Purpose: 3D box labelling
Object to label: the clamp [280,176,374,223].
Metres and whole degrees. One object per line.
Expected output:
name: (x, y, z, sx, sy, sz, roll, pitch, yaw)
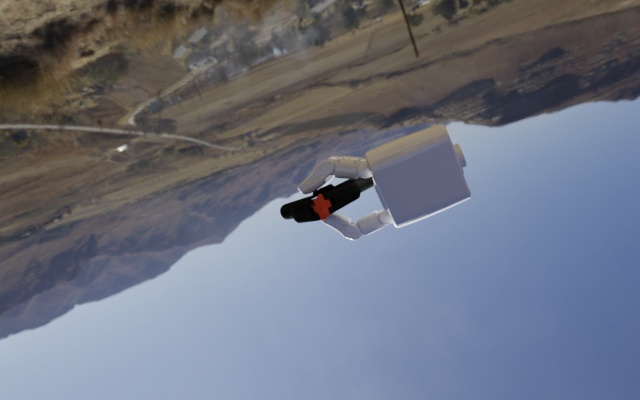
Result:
clamp: (0.001, 0.003, 0.651, 0.164, 0.036, 0.210, -23, 3, 13)
